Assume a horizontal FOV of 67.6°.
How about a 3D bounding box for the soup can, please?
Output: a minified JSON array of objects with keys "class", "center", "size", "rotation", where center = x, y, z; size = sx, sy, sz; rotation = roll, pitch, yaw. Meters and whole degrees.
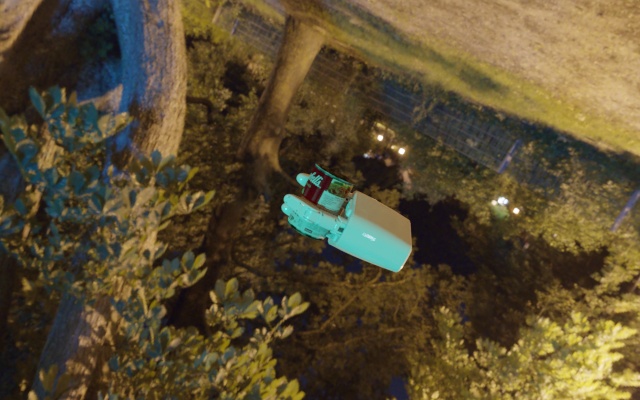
[{"class":"soup can","center":[0.000,0.002,0.741],"size":[0.068,0.102,0.068],"rotation":[27,11,-6]}]
